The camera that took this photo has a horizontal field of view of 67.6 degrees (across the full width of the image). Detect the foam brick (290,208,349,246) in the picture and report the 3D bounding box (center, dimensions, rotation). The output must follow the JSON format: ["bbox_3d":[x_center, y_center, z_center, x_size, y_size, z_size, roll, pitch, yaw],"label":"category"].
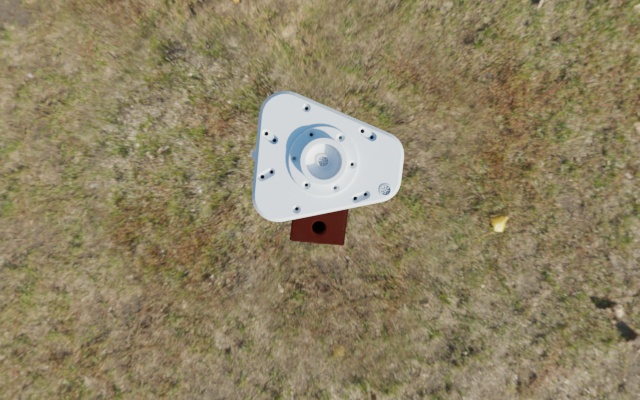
[{"bbox_3d":[0.000,0.002,0.466,0.053,0.078,0.051,6,5,-2],"label":"foam brick"}]
